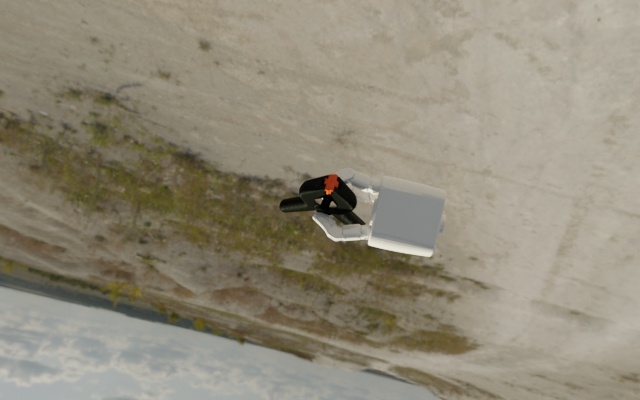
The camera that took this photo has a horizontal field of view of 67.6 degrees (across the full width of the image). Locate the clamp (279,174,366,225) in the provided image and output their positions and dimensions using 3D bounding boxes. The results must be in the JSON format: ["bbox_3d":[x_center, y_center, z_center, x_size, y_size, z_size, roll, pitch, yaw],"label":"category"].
[{"bbox_3d":[0.000,0.003,0.799,0.164,0.036,0.210,13,-18,8],"label":"clamp"}]
